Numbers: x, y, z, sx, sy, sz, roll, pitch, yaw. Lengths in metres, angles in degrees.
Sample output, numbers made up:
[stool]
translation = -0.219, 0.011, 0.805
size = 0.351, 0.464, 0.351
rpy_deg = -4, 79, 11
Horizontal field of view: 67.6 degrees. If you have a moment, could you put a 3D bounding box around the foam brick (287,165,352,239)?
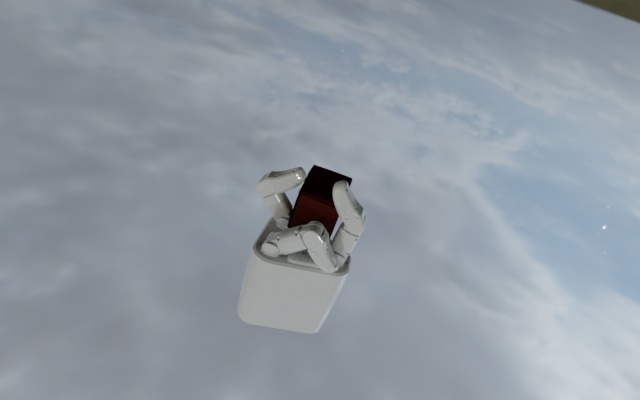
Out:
[foam brick]
translation = 0.000, 0.002, 0.564
size = 0.053, 0.051, 0.078
rpy_deg = 21, 31, 3
